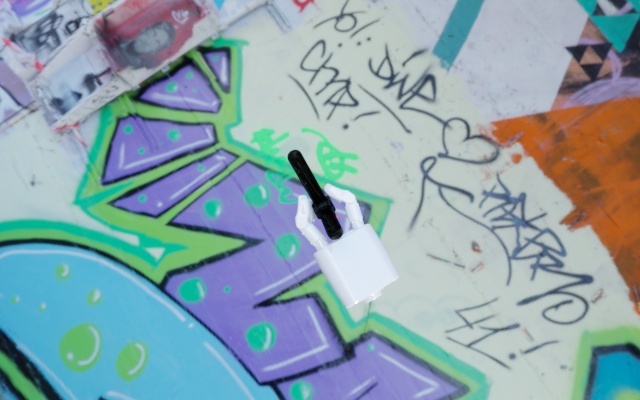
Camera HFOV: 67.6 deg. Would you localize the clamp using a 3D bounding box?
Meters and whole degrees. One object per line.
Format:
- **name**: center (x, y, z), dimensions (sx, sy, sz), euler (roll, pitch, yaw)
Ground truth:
- **clamp**: center (0.001, 0.003, 0.836), dimensions (0.036, 0.164, 0.210), euler (-28, -11, 1)
